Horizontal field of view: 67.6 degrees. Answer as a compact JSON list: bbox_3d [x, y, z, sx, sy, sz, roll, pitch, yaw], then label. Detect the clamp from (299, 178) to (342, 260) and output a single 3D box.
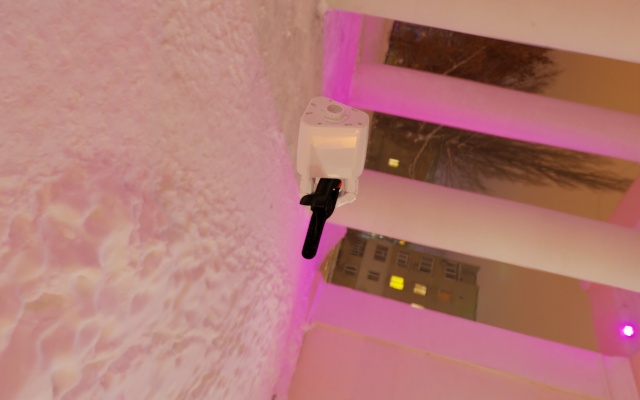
[{"bbox_3d":[0.001,0.003,0.809,0.039,0.120,0.171,12,44,9],"label":"clamp"}]
